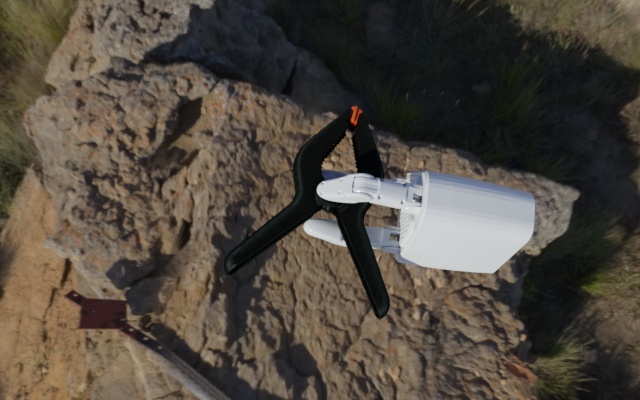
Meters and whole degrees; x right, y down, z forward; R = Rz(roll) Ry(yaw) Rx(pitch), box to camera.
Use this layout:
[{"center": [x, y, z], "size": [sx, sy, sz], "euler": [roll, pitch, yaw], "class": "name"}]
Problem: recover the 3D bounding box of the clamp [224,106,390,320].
[{"center": [0.000, 0.001, 0.482], "size": [0.164, 0.210, 0.036], "euler": [10, -14, -4], "class": "clamp"}]
